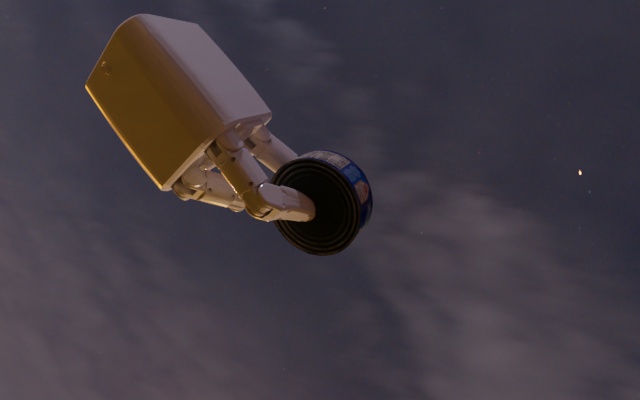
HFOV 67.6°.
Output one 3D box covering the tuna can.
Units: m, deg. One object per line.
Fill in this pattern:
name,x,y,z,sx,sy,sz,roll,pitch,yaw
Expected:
tuna can,0.000,0.001,0.406,0.086,0.086,0.033,0,20,29
